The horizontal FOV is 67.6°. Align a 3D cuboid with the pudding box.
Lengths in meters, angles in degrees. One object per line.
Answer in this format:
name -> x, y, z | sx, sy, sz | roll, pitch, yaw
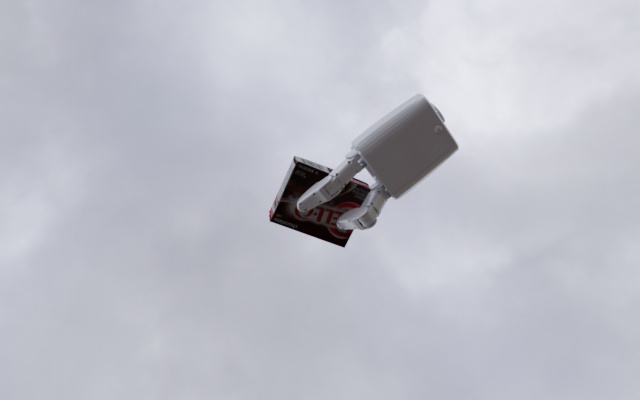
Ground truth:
pudding box -> 0.000, 0.002, 0.631 | 0.113, 0.090, 0.039 | 21, 17, -14
